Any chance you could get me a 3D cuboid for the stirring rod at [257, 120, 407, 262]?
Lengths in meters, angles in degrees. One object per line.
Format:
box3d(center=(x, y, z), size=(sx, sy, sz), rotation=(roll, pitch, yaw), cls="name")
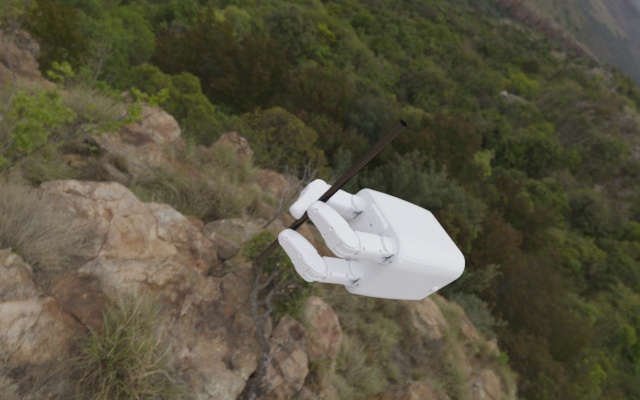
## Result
box3d(center=(0.000, 0.002, 0.467), size=(0.011, 0.011, 0.240), rotation=(0, -33, -42), cls="stirring rod")
